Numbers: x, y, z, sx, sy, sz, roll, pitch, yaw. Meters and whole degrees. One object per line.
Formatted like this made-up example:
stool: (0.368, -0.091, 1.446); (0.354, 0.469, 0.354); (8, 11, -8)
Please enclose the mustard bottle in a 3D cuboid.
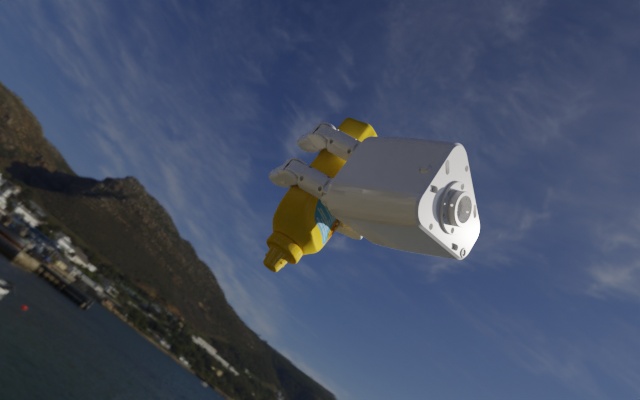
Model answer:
mustard bottle: (0.000, 0.001, 0.542); (0.058, 0.191, 0.096); (26, -27, 25)
